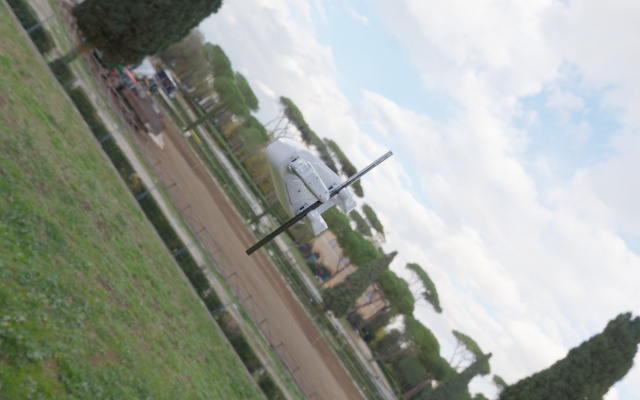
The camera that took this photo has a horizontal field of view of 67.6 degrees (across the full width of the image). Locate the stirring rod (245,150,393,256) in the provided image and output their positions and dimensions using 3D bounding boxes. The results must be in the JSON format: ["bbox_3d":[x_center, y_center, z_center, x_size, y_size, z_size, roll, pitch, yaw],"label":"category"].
[{"bbox_3d":[0.000,0.002,0.648,0.239,0.011,0.011,-35,4,-6],"label":"stirring rod"}]
